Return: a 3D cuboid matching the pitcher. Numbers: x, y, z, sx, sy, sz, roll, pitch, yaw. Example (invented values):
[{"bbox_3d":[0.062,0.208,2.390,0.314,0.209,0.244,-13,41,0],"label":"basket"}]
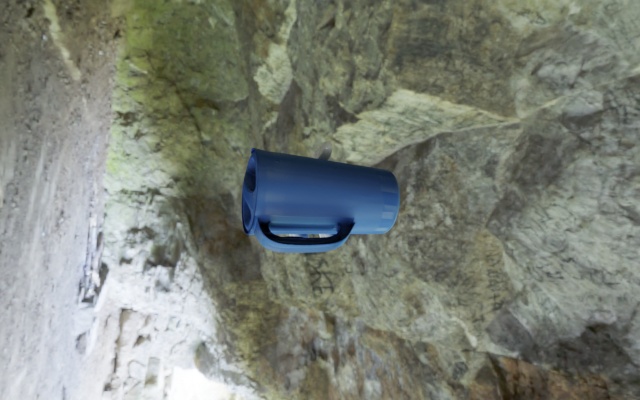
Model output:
[{"bbox_3d":[0.000,0.002,0.760,0.243,0.149,0.145,4,2,-18],"label":"pitcher"}]
